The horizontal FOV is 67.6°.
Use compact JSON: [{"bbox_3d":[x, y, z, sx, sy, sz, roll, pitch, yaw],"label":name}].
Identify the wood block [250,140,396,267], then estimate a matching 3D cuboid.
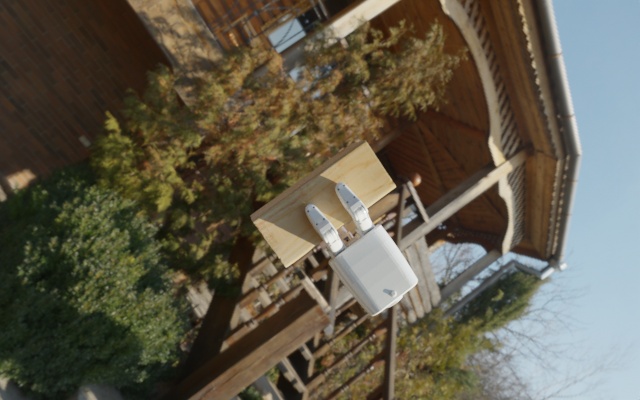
[{"bbox_3d":[0.000,0.003,0.748,0.206,0.090,0.091,-36,7,-7],"label":"wood block"}]
